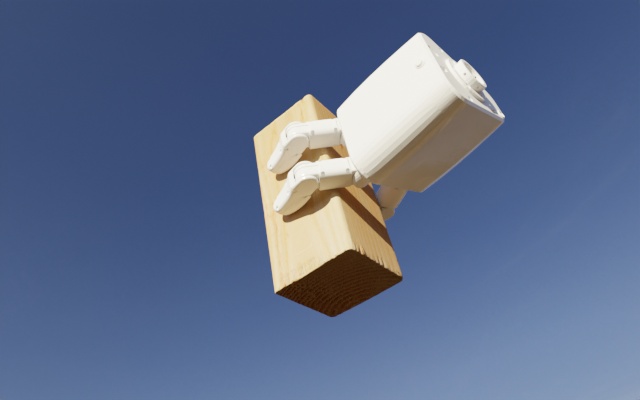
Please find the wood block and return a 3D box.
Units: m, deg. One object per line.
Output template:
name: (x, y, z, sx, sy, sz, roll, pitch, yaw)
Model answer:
wood block: (0.001, 0.001, 0.499, 0.090, 0.206, 0.091, -34, -44, 23)
